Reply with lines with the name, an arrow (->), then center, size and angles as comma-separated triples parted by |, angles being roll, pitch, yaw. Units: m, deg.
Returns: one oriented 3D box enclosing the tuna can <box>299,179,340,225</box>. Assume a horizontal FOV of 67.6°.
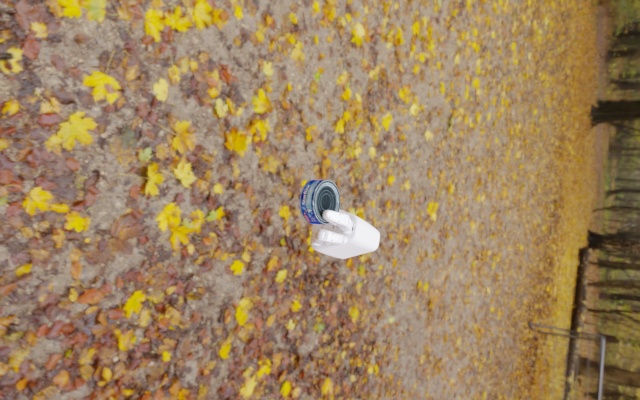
tuna can -> 0.001, 0.003, 0.896 | 0.034, 0.086, 0.086 | 2, 1, 39
